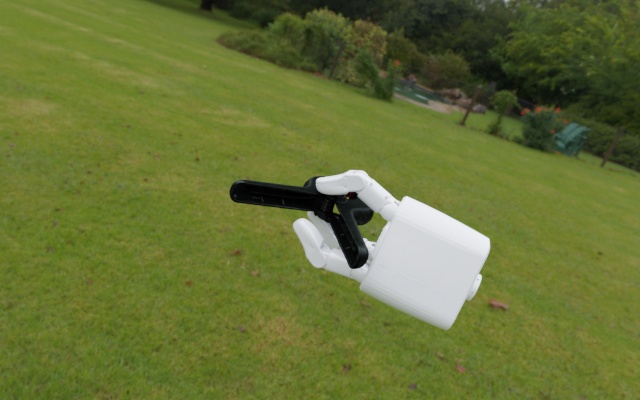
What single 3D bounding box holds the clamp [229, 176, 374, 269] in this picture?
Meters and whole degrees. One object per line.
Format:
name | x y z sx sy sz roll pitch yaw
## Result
clamp | 0.001 0.001 0.569 0.164 0.036 0.210 27 21 9
